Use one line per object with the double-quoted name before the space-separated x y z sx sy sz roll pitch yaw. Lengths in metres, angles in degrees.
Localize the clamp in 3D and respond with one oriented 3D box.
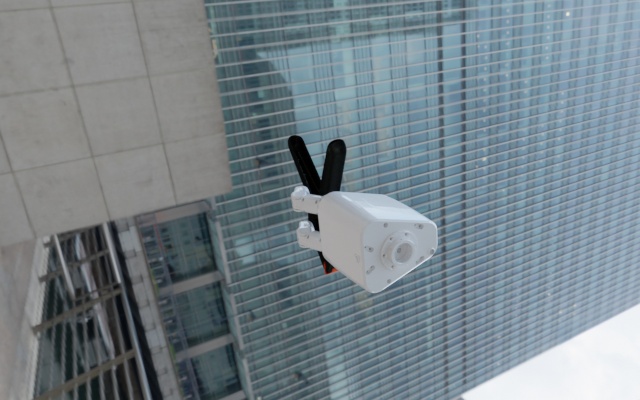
"clamp" 0.001 0.003 0.692 0.036 0.210 0.164 -14 21 -20
